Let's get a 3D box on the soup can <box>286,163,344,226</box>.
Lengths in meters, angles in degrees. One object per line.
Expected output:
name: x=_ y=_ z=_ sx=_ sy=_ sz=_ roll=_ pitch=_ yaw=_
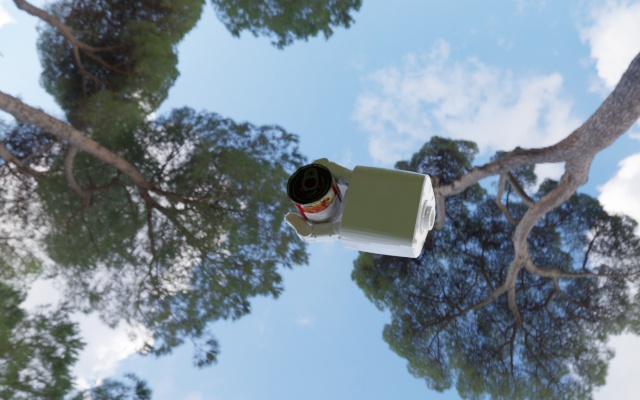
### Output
soup can: x=0.000 y=0.002 z=0.698 sx=0.068 sy=0.068 sz=0.102 roll=0 pitch=-31 yaw=21
